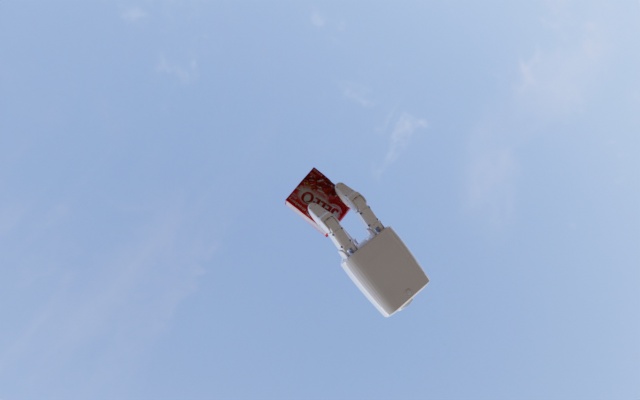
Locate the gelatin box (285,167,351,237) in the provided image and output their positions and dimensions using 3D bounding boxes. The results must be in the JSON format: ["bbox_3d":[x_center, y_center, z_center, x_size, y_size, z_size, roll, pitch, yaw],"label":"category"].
[{"bbox_3d":[0.000,0.002,0.760,0.089,0.073,0.030,38,-17,6],"label":"gelatin box"}]
